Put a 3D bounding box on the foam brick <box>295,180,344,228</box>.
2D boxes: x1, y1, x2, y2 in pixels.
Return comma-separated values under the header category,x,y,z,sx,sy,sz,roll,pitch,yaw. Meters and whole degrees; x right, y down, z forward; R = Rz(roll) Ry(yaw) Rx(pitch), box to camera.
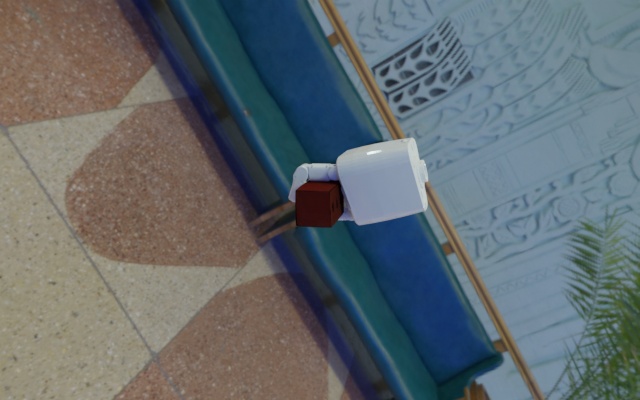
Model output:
category,x,y,z,sx,sy,sz,roll,pitch,yaw
foam brick,0.000,0.002,0.683,0.051,0.053,0.078,3,16,16
